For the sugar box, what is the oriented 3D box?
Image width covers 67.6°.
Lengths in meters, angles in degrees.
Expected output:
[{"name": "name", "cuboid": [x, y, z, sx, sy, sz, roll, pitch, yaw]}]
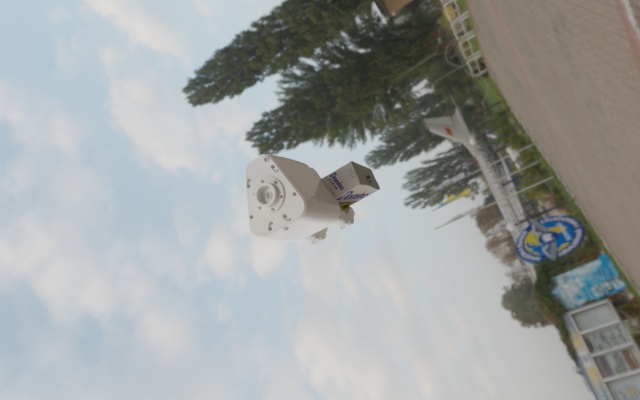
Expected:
[{"name": "sugar box", "cuboid": [0.000, 0.003, 0.761, 0.176, 0.048, 0.093, -27, -15, 21]}]
